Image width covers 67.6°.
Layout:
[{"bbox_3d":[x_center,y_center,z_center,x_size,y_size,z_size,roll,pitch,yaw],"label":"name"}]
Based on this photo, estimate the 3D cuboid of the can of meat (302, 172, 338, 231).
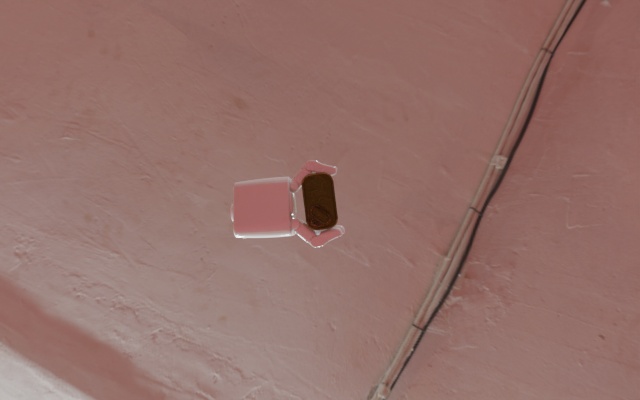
[{"bbox_3d":[0.000,0.003,0.886,0.057,0.102,0.084,-7,-2,2],"label":"can of meat"}]
